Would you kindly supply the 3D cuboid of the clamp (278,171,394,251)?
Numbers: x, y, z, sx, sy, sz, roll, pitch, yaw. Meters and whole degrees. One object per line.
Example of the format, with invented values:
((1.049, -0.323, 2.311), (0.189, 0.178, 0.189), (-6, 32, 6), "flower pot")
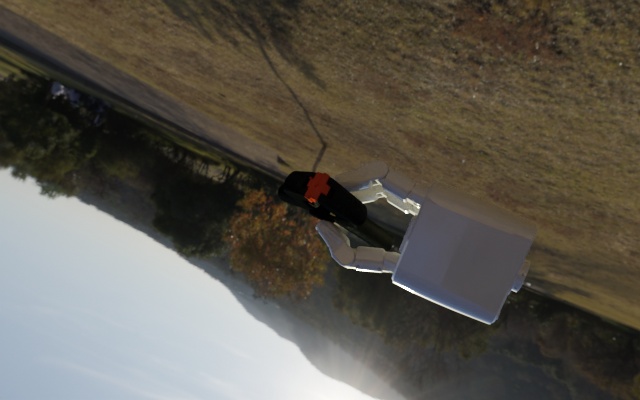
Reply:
((0.000, 0.002, 0.539), (0.164, 0.036, 0.210), (25, -7, 17), "clamp")
